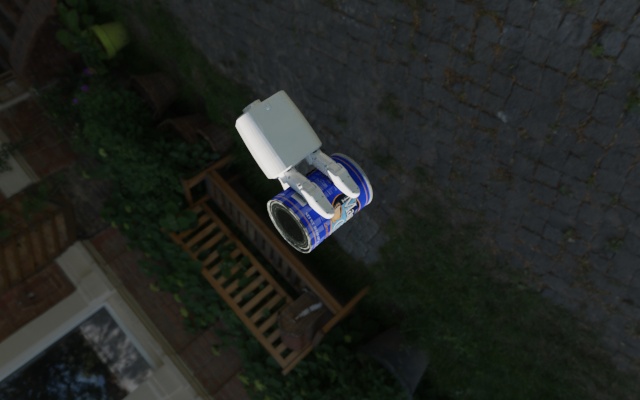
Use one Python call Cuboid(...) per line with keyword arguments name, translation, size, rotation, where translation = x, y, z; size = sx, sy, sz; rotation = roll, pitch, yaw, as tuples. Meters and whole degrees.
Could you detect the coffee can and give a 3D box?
Cuboid(name="coffee can", translation=(0.000, 0.003, 0.774), size=(0.140, 0.103, 0.103), rotation=(-38, 18, -25))
